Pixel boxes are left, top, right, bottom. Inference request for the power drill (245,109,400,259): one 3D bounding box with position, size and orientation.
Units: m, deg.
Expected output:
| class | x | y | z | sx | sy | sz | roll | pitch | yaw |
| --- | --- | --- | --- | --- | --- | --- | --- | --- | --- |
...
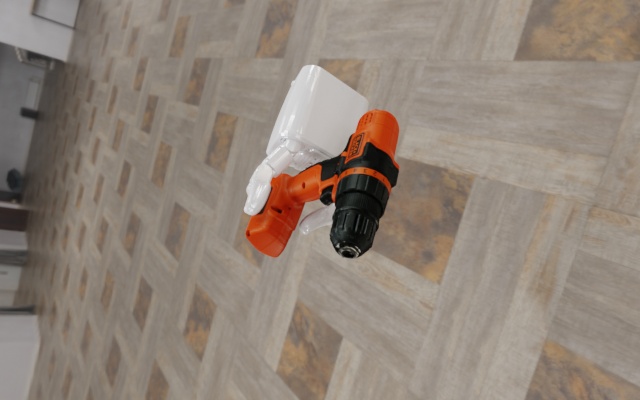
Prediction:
| class | x | y | z | sx | sy | sz | roll | pitch | yaw |
| --- | --- | --- | --- | --- | --- | --- | --- | --- | --- |
| power drill | 0.000 | 0.002 | 0.518 | 0.188 | 0.184 | 0.057 | -24 | -56 | 40 |
